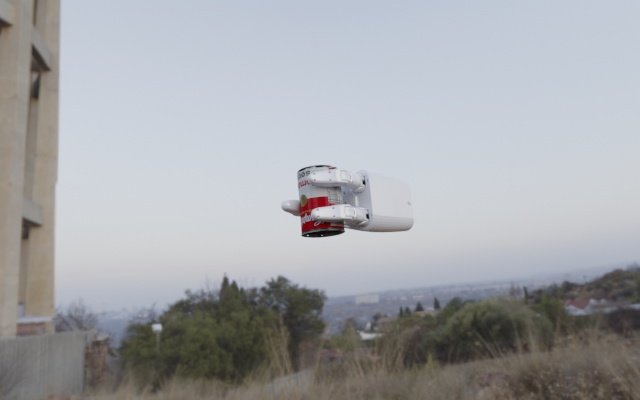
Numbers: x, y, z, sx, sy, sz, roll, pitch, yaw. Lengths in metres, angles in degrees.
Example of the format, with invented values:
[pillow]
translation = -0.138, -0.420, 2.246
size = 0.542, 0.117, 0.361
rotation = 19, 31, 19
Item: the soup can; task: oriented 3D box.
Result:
[soup can]
translation = 0.000, 0.002, 0.743
size = 0.068, 0.102, 0.068
rotation = -5, -12, -1
